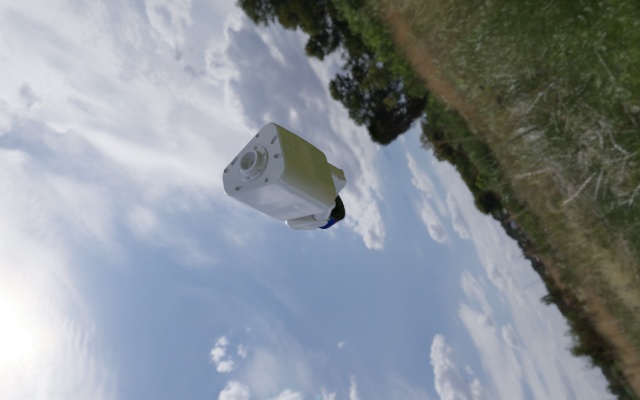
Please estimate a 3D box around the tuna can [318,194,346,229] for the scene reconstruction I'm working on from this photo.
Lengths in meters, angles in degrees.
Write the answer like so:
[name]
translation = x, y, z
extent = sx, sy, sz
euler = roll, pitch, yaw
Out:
[tuna can]
translation = 0.000, 0.003, 0.763
extent = 0.034, 0.086, 0.086
euler = -35, -16, 24
